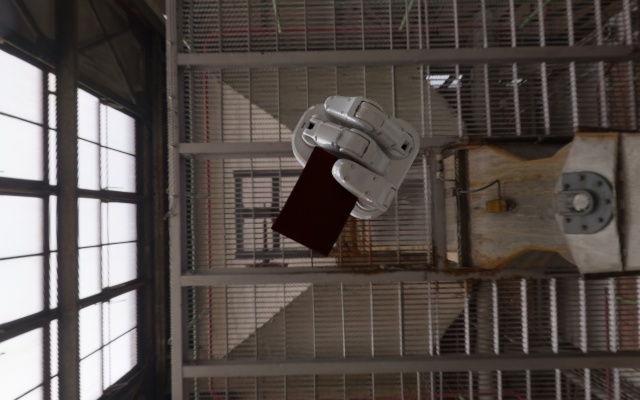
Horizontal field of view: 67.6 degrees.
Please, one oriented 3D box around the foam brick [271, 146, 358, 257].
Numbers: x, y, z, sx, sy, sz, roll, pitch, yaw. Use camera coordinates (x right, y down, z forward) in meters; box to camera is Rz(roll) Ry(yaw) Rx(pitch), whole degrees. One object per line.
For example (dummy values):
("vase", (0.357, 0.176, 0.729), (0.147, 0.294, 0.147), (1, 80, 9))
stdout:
("foam brick", (0.000, 0.002, 0.407), (0.053, 0.078, 0.051), (29, -2, -1))
